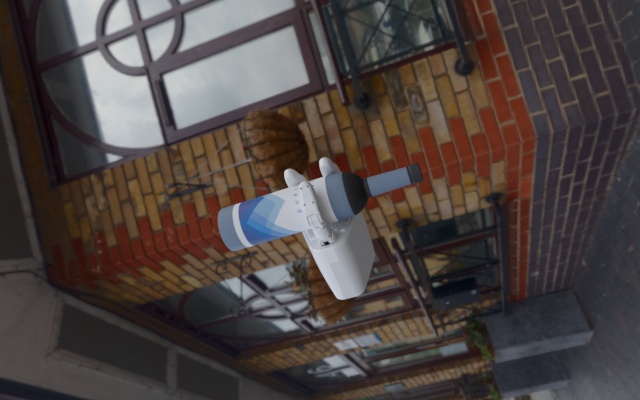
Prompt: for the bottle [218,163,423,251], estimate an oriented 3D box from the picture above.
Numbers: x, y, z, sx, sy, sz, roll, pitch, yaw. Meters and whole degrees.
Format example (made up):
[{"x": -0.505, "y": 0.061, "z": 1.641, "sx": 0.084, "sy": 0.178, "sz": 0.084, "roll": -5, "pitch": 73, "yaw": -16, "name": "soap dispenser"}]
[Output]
[{"x": 0.000, "y": 0.002, "z": 0.686, "sx": 0.296, "sy": 0.069, "sz": 0.069, "roll": -17, "pitch": -4, "yaw": 11, "name": "bottle"}]
